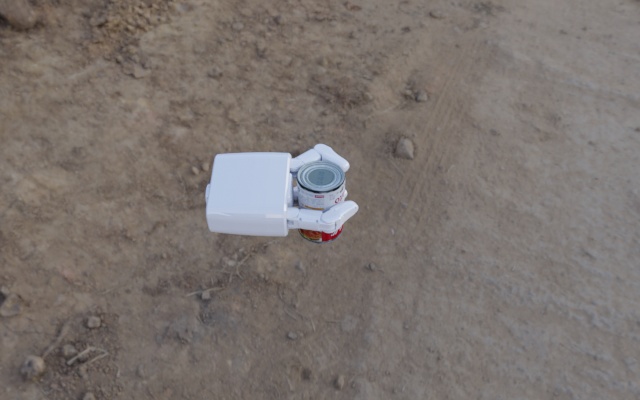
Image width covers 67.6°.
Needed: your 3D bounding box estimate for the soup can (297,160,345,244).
[{"bbox_3d":[0.001,0.002,0.676,0.068,0.102,0.068,0,43,0],"label":"soup can"}]
